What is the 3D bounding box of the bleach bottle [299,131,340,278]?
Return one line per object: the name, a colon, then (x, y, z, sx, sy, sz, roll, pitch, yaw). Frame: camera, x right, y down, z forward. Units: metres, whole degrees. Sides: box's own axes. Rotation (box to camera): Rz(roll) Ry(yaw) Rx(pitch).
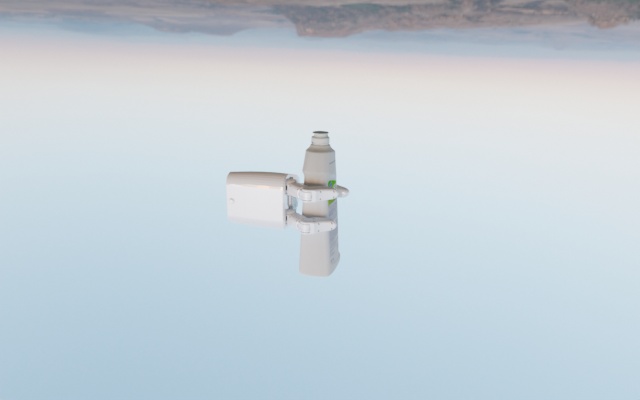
bleach bottle: (0.000, 0.003, 0.841, 0.068, 0.251, 0.102, 5, 19, 12)
